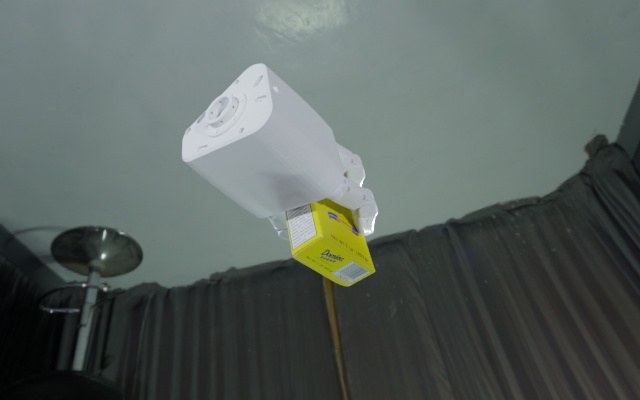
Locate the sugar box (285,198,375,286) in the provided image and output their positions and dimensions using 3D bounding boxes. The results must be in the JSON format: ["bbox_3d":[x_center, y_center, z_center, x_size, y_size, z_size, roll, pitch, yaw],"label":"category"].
[{"bbox_3d":[0.000,0.001,0.533,0.048,0.176,0.093,-33,-45,22],"label":"sugar box"}]
